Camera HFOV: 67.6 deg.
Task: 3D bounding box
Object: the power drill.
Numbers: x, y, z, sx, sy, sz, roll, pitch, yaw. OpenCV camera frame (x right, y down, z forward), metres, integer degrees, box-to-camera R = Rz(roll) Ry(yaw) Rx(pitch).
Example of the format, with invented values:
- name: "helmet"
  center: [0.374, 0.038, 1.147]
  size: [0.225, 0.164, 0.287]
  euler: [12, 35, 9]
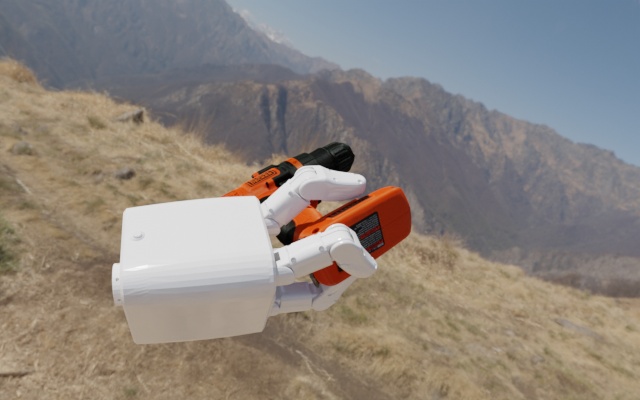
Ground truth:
- name: "power drill"
  center: [0.000, 0.002, 0.477]
  size: [0.184, 0.057, 0.187]
  euler: [-31, 29, -23]
